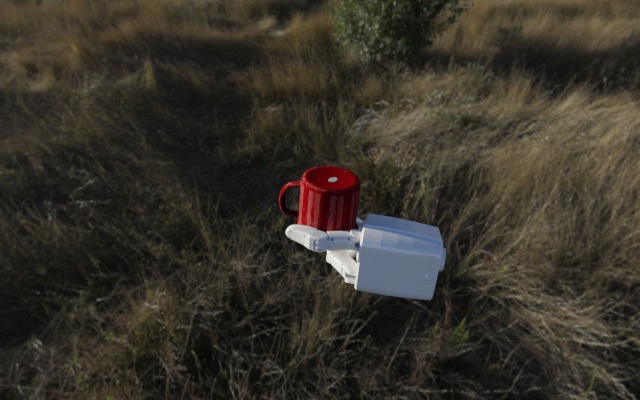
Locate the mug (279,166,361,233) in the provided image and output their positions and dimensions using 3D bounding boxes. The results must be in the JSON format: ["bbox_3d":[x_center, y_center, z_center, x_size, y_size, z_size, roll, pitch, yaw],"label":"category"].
[{"bbox_3d":[-0.001,0.002,0.667,0.117,0.081,0.093,9,30,7],"label":"mug"}]
